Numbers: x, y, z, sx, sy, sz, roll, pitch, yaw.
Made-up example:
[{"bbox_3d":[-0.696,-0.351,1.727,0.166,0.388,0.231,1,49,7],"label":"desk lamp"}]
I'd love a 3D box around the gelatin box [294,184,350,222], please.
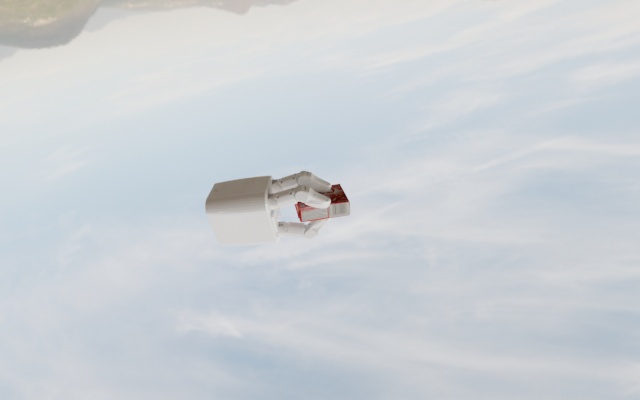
[{"bbox_3d":[0.000,0.003,0.823,0.089,0.030,0.073,-8,27,-8],"label":"gelatin box"}]
